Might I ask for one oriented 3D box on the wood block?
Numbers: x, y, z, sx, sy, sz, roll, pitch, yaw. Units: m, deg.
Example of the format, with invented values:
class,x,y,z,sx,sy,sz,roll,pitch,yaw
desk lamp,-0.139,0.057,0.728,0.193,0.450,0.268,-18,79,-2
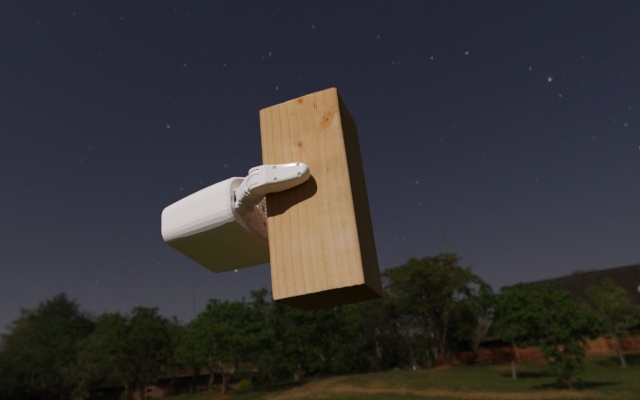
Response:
class,x,y,z,sx,sy,sz,roll,pitch,yaw
wood block,0.000,0.002,0.502,0.090,0.206,0.091,-13,-22,16
